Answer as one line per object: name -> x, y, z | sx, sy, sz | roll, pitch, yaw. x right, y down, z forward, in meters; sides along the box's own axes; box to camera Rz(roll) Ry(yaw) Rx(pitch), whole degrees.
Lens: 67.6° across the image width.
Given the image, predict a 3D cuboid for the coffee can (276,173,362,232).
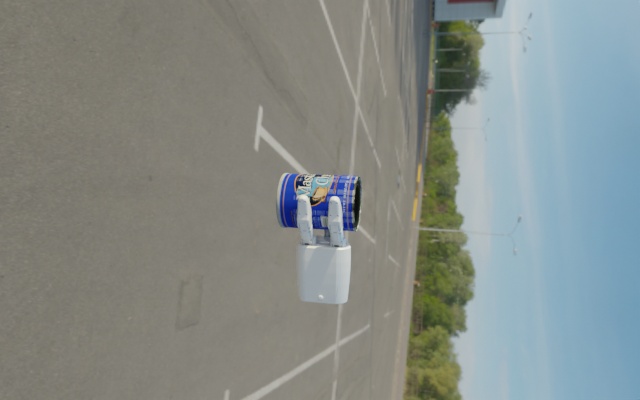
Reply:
coffee can -> 0.000, 0.003, 0.879 | 0.140, 0.103, 0.103 | 3, 0, 12
